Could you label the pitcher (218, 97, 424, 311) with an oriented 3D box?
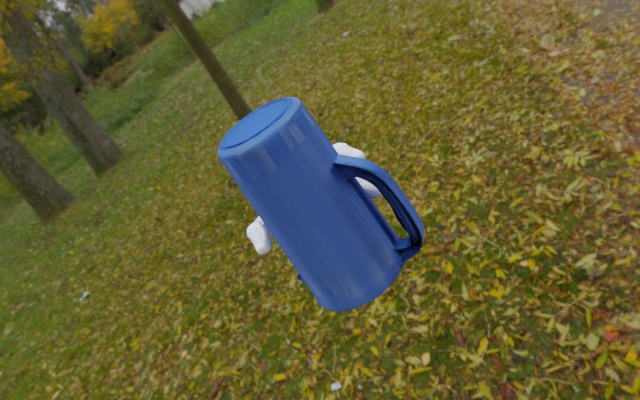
[{"bbox_3d":[0.000,0.002,0.560,0.149,0.243,0.145,-39,27,-10],"label":"pitcher"}]
